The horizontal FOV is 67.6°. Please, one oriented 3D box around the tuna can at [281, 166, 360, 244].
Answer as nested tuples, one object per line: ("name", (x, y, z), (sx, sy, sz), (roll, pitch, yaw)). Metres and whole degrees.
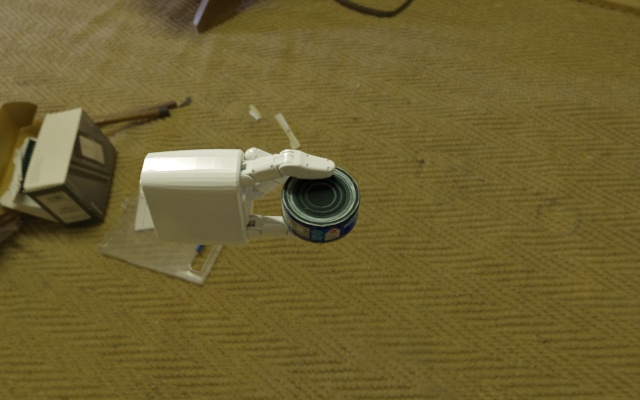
("tuna can", (0.000, 0.001, 0.519), (0.086, 0.086, 0.034), (0, -35, -3))
